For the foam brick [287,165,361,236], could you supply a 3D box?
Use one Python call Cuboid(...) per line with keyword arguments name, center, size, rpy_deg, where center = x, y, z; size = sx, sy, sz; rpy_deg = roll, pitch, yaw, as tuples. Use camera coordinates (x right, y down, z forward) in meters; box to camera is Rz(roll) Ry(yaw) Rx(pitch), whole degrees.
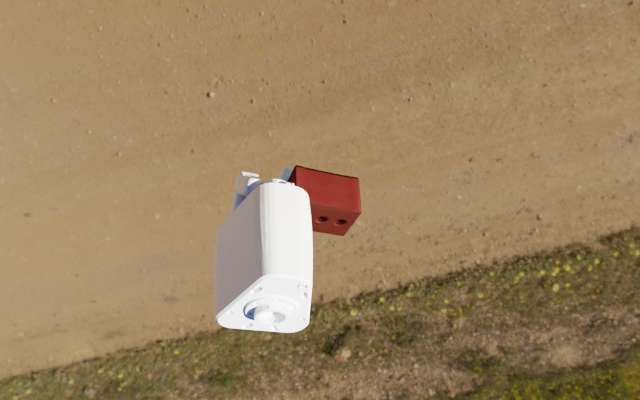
Cuboid(name="foam brick", center=(0.000, 0.002, 0.539), size=(0.078, 0.051, 0.053), rpy_deg=(10, -39, -19))
